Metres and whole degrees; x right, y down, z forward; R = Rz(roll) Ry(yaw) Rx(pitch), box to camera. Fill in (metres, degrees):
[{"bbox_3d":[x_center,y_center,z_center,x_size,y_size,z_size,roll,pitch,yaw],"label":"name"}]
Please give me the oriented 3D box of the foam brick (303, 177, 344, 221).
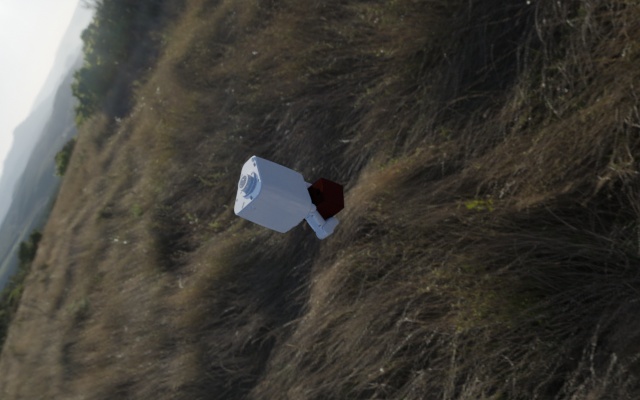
[{"bbox_3d":[0.000,0.003,0.898,0.051,0.053,0.078,22,-43,-33],"label":"foam brick"}]
